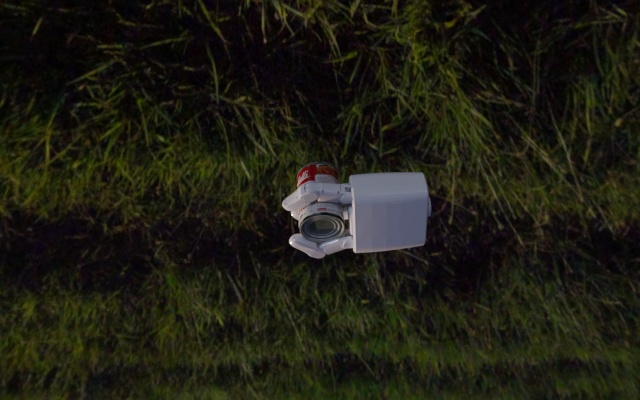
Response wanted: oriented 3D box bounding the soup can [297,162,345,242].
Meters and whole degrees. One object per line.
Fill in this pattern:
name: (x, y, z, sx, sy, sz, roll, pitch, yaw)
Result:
soup can: (0.000, 0.002, 0.708, 0.068, 0.102, 0.069, -2, -40, -2)
